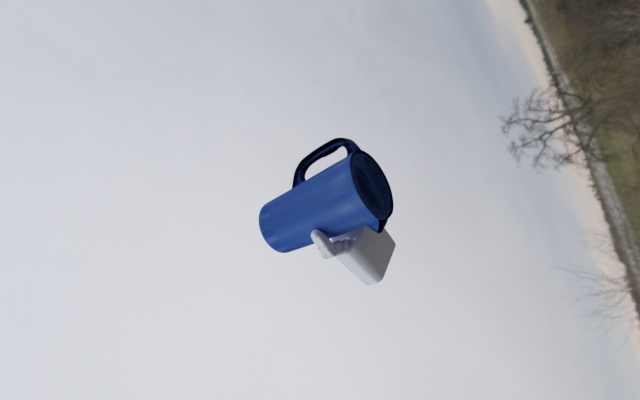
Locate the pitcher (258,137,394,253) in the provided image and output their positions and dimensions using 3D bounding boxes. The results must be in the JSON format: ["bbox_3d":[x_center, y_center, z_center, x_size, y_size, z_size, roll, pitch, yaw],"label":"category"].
[{"bbox_3d":[0.000,0.003,0.891,0.243,0.149,0.145,-25,-56,31],"label":"pitcher"}]
